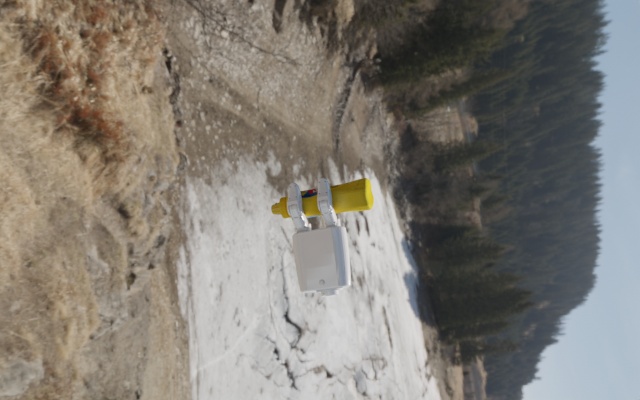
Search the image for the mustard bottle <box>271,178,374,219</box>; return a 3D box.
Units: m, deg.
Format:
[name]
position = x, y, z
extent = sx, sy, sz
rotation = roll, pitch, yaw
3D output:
[mustard bottle]
position = 0.000, 0.003, 0.894
extent = 0.191, 0.058, 0.096
rotation = -10, 9, 13
